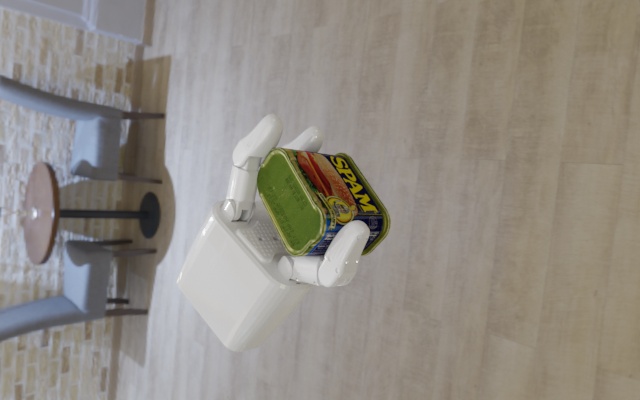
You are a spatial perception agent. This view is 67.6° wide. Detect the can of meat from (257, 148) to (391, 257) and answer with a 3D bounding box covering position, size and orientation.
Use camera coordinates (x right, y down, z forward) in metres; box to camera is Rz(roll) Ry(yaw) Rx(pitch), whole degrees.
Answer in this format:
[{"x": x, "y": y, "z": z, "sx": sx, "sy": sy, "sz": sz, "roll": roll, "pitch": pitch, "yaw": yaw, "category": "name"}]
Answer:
[{"x": 0.000, "y": 0.001, "z": 0.426, "sx": 0.084, "sy": 0.102, "sz": 0.057, "roll": 2, "pitch": -43, "yaw": -44, "category": "can of meat"}]
